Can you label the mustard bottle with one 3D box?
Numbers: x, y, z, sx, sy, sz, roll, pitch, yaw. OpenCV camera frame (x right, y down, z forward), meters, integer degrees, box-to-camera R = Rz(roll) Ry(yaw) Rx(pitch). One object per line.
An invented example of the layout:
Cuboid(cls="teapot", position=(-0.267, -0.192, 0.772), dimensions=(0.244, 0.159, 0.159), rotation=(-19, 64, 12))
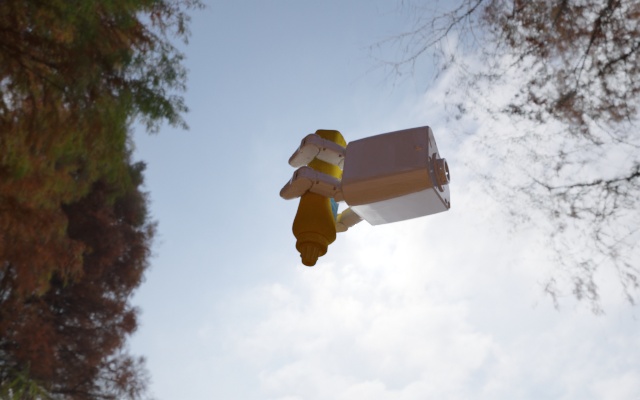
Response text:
Cuboid(cls="mustard bottle", position=(0.000, 0.002, 0.634), dimensions=(0.058, 0.191, 0.096), rotation=(5, -38, 6))
